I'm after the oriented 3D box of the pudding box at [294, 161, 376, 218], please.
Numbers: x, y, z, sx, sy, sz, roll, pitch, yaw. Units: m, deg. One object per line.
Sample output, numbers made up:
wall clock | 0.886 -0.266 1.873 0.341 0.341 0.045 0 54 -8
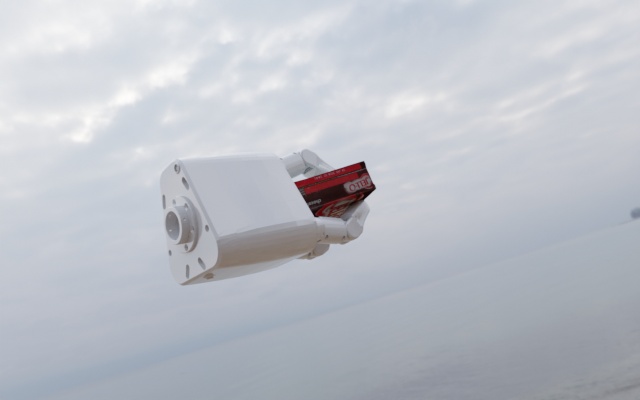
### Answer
pudding box | 0.000 0.002 0.528 0.090 0.039 0.113 -17 -10 -17
